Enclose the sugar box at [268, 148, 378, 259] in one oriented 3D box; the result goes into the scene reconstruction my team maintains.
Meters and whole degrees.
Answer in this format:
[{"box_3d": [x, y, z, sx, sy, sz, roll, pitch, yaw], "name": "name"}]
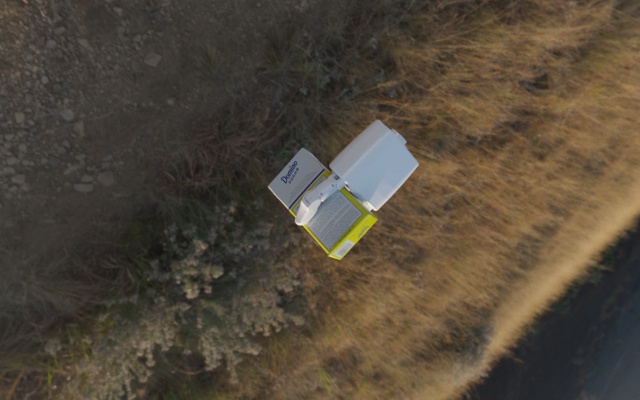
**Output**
[{"box_3d": [0.001, 0.003, 0.783, 0.176, 0.093, 0.048, 48, 9, 32], "name": "sugar box"}]
